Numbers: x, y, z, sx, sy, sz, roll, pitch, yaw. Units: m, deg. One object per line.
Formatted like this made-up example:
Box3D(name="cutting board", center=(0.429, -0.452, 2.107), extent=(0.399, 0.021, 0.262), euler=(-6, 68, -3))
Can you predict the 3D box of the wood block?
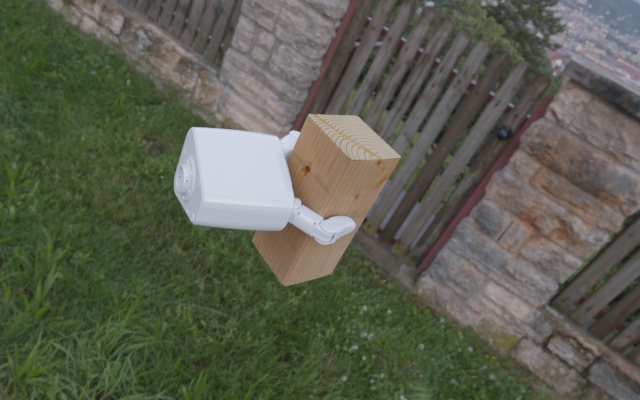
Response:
Box3D(name="wood block", center=(0.000, 0.002, 0.613), extent=(0.090, 0.206, 0.090), euler=(-7, 46, -42))
